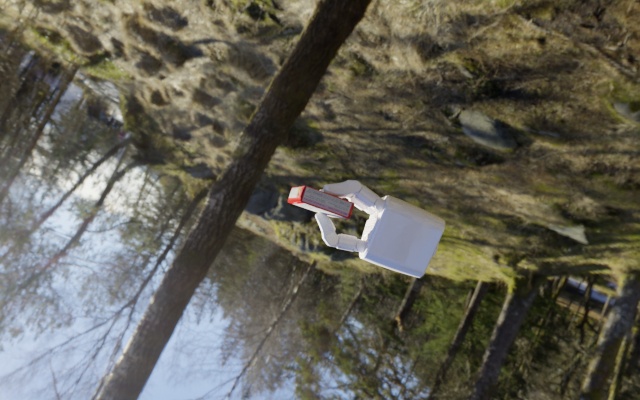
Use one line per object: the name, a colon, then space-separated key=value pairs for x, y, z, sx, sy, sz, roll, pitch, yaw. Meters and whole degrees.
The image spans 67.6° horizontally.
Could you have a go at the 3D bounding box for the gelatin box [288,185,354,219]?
gelatin box: x=0.000 y=0.003 z=0.772 sx=0.089 sy=0.030 sz=0.073 roll=19 pitch=-6 yaw=-18
